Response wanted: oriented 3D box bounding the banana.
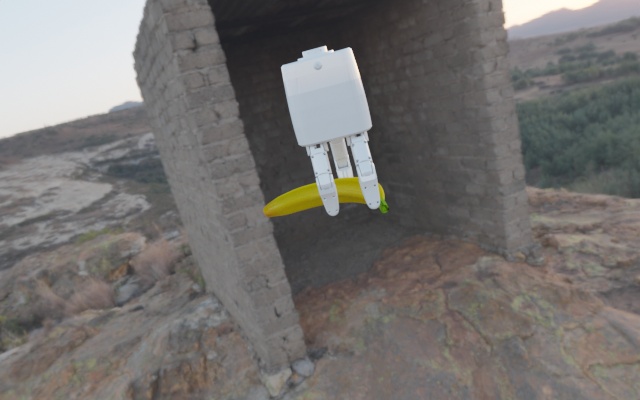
[{"bbox_3d":[0.011,-0.006,0.693,0.198,0.037,0.069,-5,23,28],"label":"banana"}]
